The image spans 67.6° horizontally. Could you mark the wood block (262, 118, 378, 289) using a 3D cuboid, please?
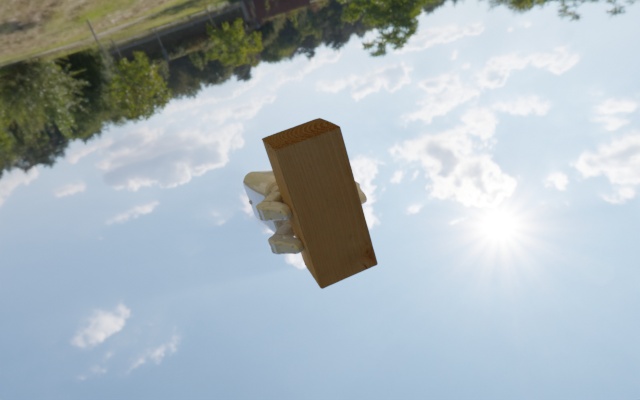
[{"bbox_3d":[0.000,0.002,0.662,0.091,0.206,0.090,-22,23,-11],"label":"wood block"}]
